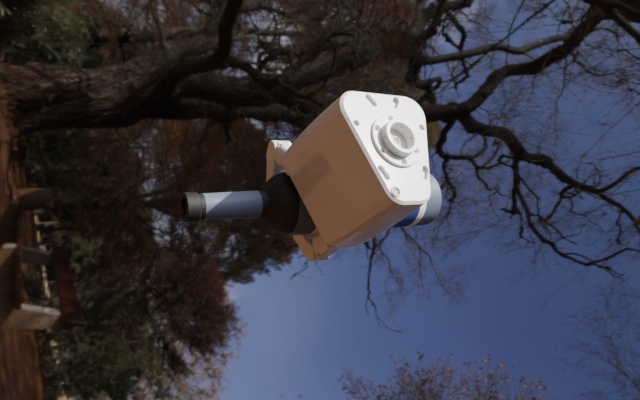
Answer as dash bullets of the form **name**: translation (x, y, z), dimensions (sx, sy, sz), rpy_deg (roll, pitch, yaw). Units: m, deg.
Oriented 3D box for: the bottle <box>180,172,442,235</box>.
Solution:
- **bottle**: translation (0.000, 0.002, 0.514), dimensions (0.296, 0.069, 0.069), rpy_deg (-2, 1, -31)
